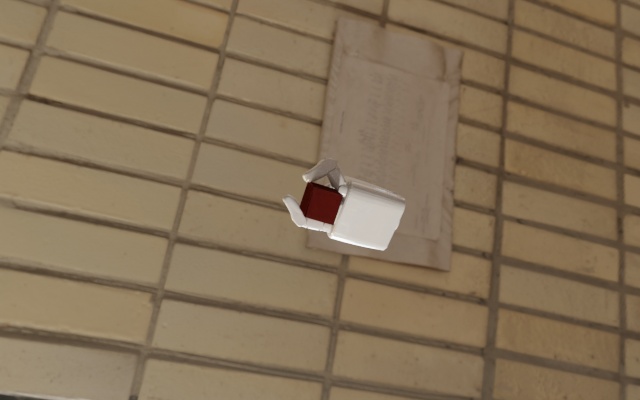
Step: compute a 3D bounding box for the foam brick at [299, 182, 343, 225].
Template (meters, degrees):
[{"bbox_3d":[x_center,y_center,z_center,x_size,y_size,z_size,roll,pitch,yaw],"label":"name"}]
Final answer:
[{"bbox_3d":[0.000,0.003,0.789,0.051,0.053,0.078,18,7,-11],"label":"foam brick"}]
